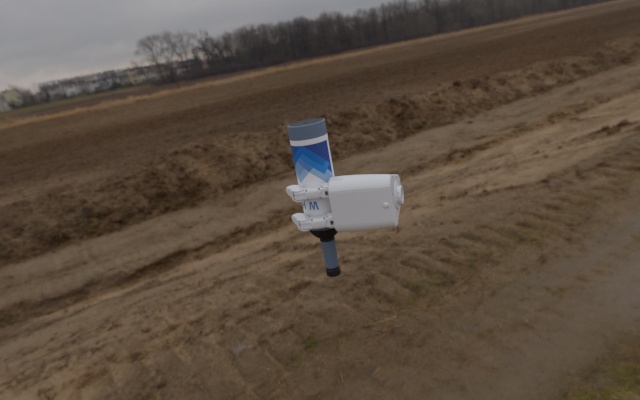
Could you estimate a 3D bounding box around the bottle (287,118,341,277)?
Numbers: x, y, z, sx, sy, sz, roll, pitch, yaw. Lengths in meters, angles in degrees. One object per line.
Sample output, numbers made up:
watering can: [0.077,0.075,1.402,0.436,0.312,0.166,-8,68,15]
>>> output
bottle: [0.000,0.003,0.870,0.069,0.296,0.069,-9,18,3]
